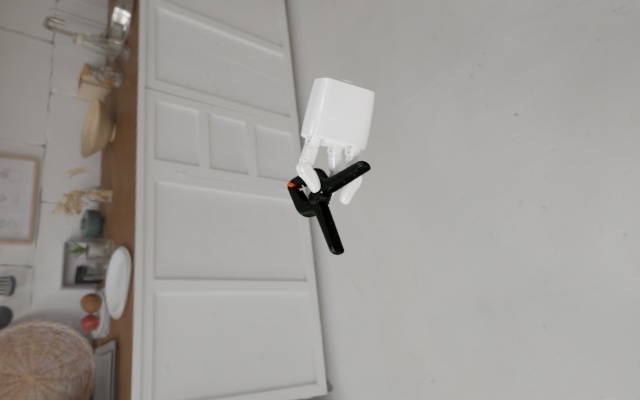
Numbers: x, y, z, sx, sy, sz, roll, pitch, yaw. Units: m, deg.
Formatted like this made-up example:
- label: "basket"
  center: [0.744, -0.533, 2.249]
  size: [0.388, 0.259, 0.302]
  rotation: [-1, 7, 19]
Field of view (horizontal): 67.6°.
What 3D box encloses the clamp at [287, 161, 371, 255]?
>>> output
- label: "clamp"
  center: [-0.001, 0.002, 0.869]
  size: [0.036, 0.164, 0.210]
  rotation: [16, -2, -37]
